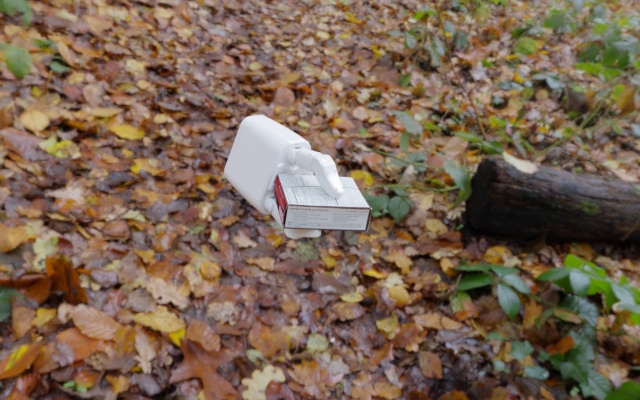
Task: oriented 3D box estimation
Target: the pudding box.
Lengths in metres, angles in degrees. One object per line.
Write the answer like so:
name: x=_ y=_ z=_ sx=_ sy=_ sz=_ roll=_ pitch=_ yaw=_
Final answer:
pudding box: x=0.000 y=0.002 z=0.622 sx=0.113 sy=0.039 sz=0.090 roll=1 pitch=29 yaw=-14
